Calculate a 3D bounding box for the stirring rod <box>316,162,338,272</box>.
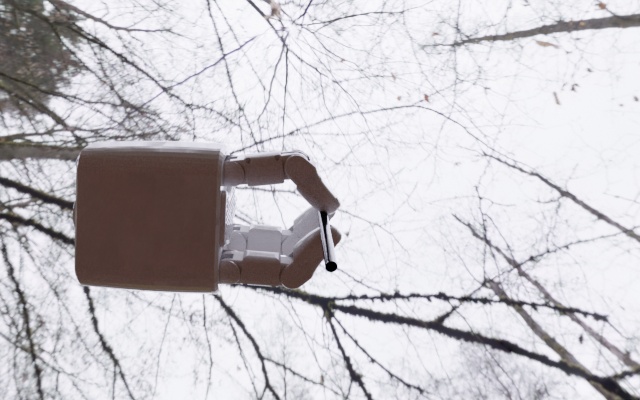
[{"bbox_3d":[0.000,0.001,0.413,0.011,0.011,0.239,0,20,-3],"label":"stirring rod"}]
